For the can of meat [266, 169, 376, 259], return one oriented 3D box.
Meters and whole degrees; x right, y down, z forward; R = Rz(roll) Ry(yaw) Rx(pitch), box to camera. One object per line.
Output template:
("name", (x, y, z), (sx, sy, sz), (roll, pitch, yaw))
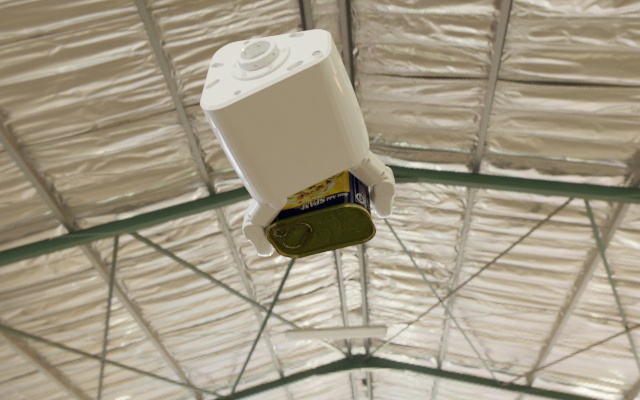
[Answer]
("can of meat", (0.000, 0.001, 0.479), (0.102, 0.083, 0.057), (-15, -44, 15))
